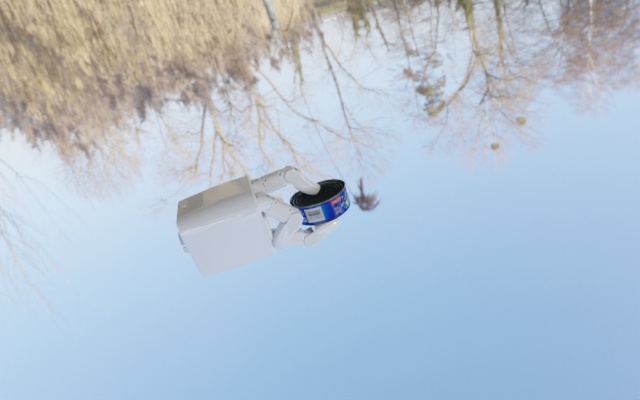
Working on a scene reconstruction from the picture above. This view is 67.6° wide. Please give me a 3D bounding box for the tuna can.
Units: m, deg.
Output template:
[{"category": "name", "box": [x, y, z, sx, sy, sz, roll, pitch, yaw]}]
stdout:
[{"category": "tuna can", "box": [0.000, 0.003, 0.701, 0.086, 0.034, 0.086, -17, 22, 7]}]
